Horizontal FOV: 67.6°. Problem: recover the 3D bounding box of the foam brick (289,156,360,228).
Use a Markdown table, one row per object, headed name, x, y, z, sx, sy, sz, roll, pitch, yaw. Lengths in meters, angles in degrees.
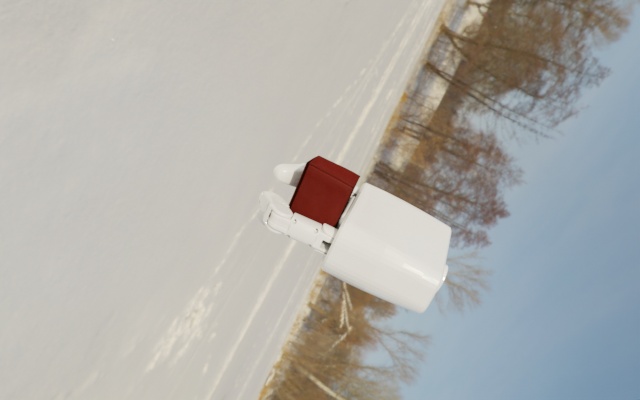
| name | x | y | z | sx | sy | sz | roll | pitch | yaw |
| --- | --- | --- | --- | --- | --- | --- | --- | --- | --- |
| foam brick | 0.000 | 0.001 | 0.486 | 0.051 | 0.078 | 0.053 | 26 | 19 | 6 |
